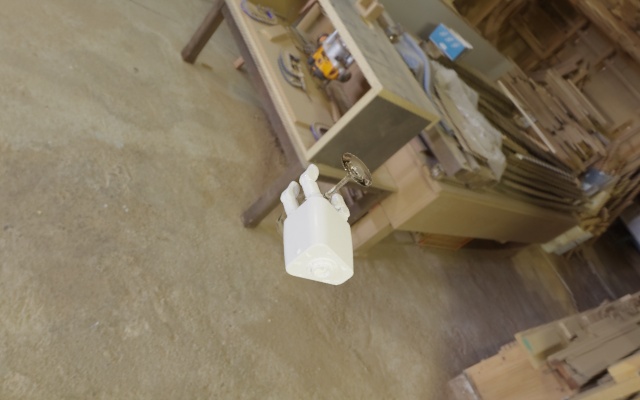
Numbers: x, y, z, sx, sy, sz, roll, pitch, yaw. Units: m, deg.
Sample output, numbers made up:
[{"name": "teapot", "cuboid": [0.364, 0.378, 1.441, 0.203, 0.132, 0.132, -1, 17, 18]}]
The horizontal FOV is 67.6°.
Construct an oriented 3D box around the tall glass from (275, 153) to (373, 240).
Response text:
[{"name": "tall glass", "cuboid": [0.001, 0.002, 0.883, 0.201, 0.079, 0.079, -41, -24, 31]}]
